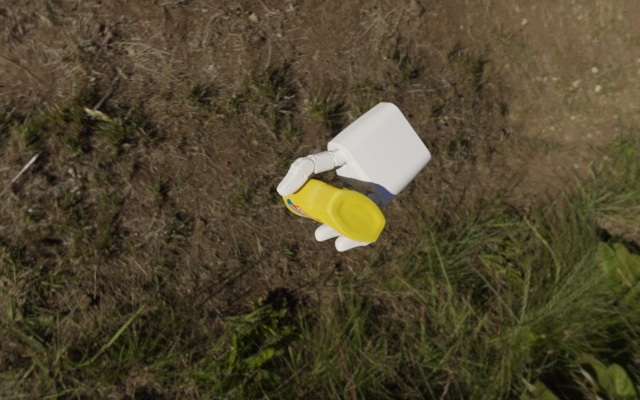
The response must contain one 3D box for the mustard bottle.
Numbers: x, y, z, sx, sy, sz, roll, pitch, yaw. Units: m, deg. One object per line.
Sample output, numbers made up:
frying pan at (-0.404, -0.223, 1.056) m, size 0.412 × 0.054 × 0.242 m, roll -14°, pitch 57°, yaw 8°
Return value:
mustard bottle at (0.000, 0.003, 0.667) m, size 0.096 × 0.058 × 0.191 m, roll 30°, pitch -5°, yaw -32°
